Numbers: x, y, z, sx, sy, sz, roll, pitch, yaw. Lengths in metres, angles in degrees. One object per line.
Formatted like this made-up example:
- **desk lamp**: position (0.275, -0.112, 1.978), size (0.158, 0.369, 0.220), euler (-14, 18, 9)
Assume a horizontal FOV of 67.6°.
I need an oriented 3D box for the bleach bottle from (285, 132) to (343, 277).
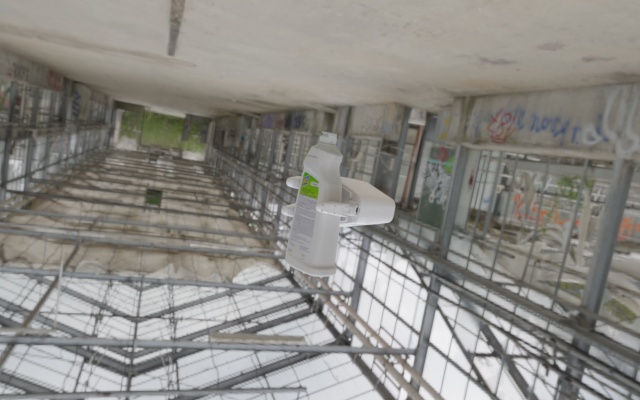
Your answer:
- **bleach bottle**: position (0.000, 0.003, 0.865), size (0.068, 0.251, 0.102), euler (4, 9, -43)
